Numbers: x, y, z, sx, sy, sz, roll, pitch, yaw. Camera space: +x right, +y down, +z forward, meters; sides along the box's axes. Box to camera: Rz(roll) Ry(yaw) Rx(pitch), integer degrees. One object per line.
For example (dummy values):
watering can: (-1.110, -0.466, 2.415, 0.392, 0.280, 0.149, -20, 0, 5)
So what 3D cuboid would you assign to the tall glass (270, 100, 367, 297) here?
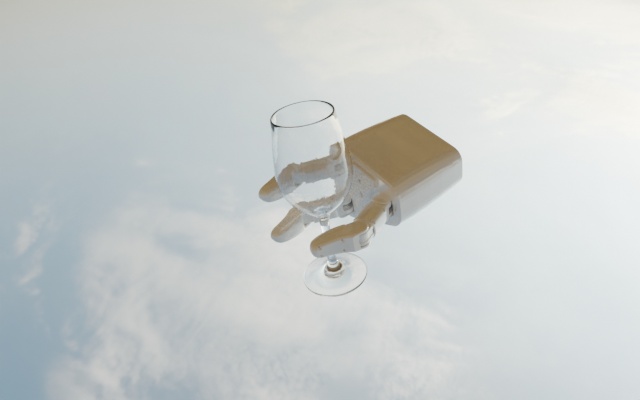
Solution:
tall glass: (0.000, 0.002, 0.495, 0.079, 0.201, 0.079, -8, 33, 6)
